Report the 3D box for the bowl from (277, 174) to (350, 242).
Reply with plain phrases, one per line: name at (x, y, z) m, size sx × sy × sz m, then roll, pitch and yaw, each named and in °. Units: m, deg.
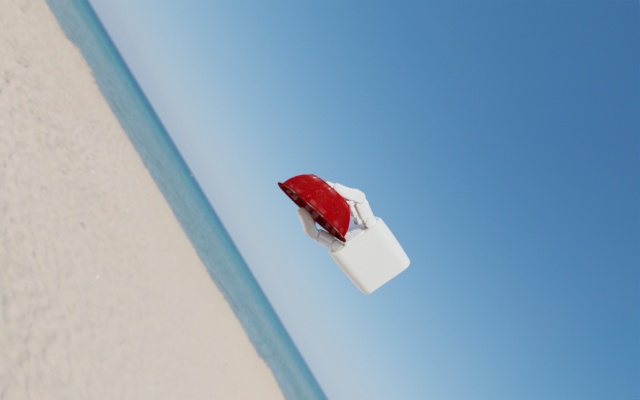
bowl at (0.000, 0.002, 0.853) m, size 0.162 × 0.055 × 0.162 m, roll 40°, pitch -7°, yaw 6°
